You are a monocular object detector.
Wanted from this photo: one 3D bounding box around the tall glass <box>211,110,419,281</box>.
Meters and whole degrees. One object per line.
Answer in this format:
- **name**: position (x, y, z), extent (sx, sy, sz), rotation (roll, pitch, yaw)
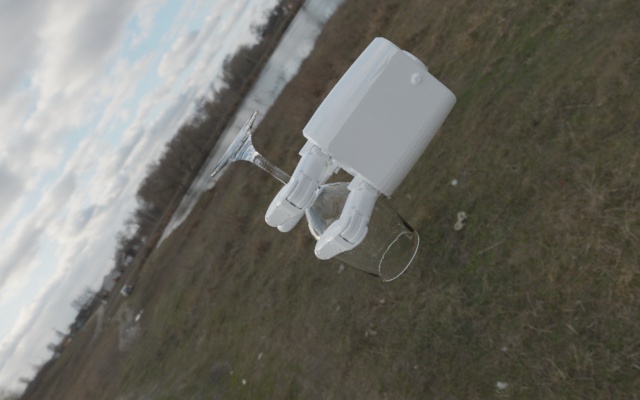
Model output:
- **tall glass**: position (-0.001, 0.001, 0.463), extent (0.201, 0.079, 0.079), rotation (35, -10, -14)
